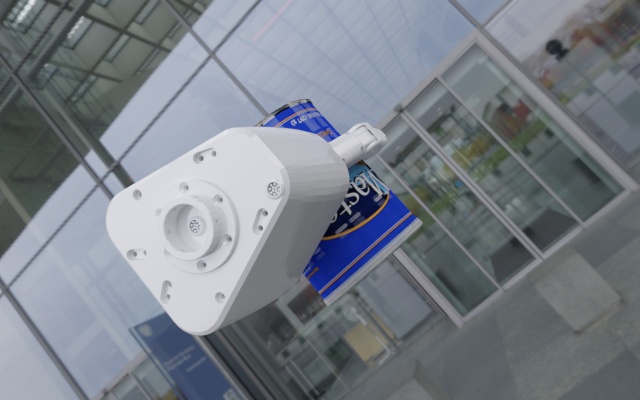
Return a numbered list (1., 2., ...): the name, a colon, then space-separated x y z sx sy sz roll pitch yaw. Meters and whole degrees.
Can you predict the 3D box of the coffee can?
1. coffee can: 0.000 0.001 0.401 0.103 0.140 0.103 -40 -9 -7
